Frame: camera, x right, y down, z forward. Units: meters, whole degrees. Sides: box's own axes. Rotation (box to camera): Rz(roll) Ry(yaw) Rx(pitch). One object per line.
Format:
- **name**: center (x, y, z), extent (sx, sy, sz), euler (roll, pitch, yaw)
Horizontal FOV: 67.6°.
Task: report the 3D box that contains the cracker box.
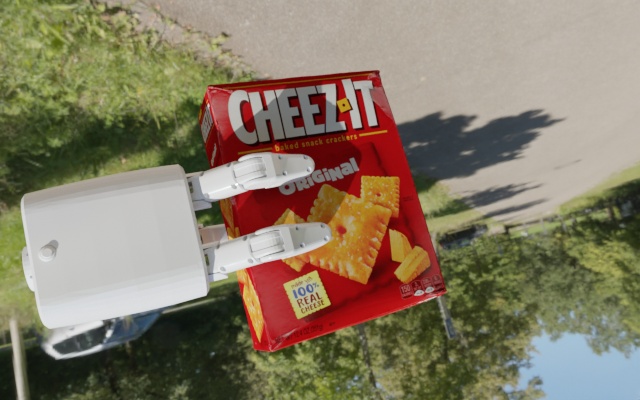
- **cracker box**: center (0.000, 0.002, 0.415), extent (0.164, 0.213, 0.072), euler (-11, -10, -23)
